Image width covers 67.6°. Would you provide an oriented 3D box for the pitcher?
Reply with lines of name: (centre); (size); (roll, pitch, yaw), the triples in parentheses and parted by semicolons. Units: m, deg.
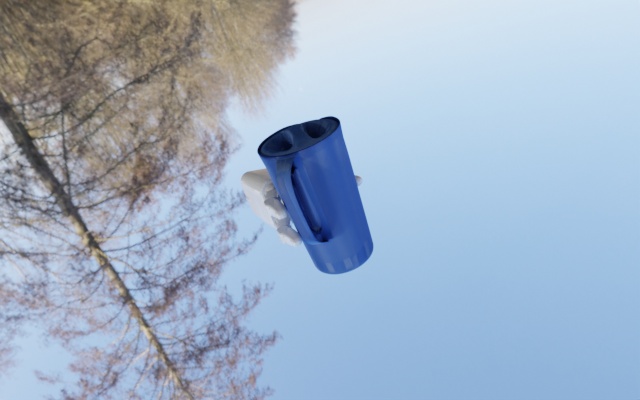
pitcher: (0.000, 0.002, 0.761); (0.149, 0.243, 0.145); (-32, 28, -20)
